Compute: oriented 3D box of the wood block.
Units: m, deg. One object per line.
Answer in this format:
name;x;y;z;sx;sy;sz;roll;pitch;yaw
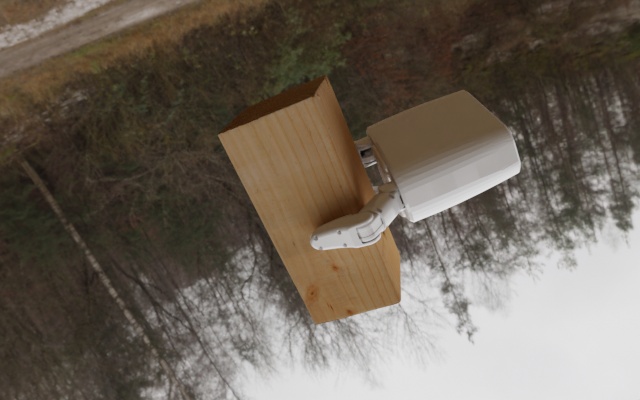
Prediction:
wood block;0.000;0.002;0.454;0.090;0.206;0.090;-19;21;16
